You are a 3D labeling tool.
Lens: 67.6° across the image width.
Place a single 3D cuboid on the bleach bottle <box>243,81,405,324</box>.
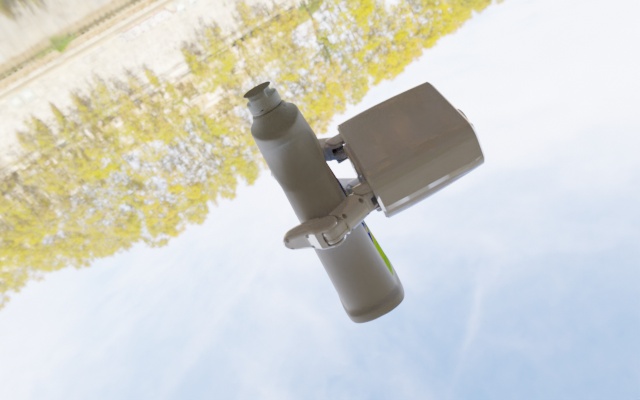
[{"bbox_3d":[0.000,0.002,0.474,0.068,0.251,0.102,-28,27,4],"label":"bleach bottle"}]
